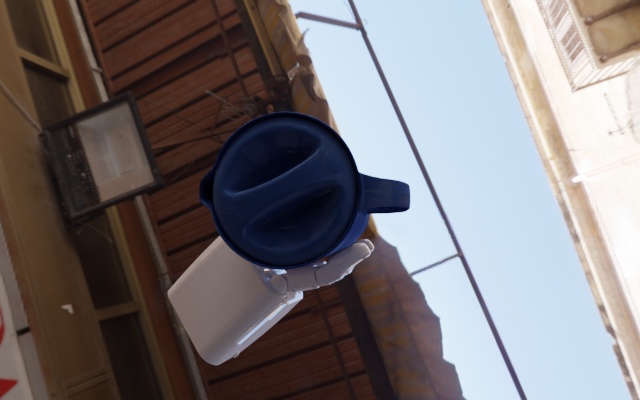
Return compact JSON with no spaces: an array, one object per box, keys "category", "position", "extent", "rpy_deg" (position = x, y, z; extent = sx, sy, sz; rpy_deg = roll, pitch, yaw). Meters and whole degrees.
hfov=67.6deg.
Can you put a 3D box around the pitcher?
[{"category":"pitcher","position":[0.000,0.002,0.508],"extent":[0.149,0.145,0.243],"rpy_deg":[45,5,12]}]
